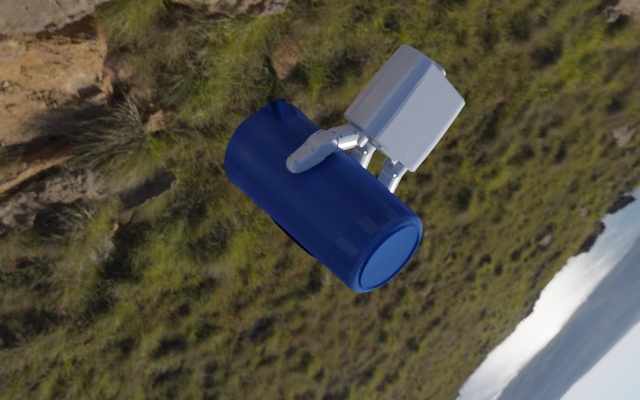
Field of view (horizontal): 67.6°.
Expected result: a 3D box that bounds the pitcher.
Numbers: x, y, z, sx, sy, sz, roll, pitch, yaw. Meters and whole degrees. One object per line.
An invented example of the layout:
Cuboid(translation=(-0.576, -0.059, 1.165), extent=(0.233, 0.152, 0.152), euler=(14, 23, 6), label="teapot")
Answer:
Cuboid(translation=(0.000, 0.002, 0.582), extent=(0.242, 0.145, 0.149), euler=(43, 6, 33), label="pitcher")
